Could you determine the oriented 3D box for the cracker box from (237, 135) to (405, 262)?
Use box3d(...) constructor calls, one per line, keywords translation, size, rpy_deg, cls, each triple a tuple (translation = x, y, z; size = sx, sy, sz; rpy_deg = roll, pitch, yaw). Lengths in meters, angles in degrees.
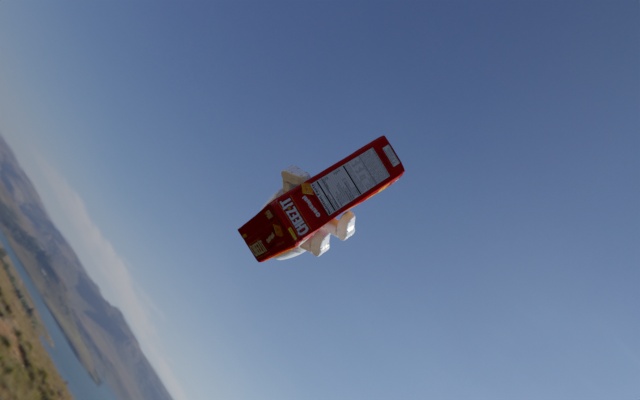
box3d(translation=(0.000, 0.002, 0.711), size=(0.213, 0.072, 0.164), rpy_deg=(-32, 0, -28), cls="cracker box")
